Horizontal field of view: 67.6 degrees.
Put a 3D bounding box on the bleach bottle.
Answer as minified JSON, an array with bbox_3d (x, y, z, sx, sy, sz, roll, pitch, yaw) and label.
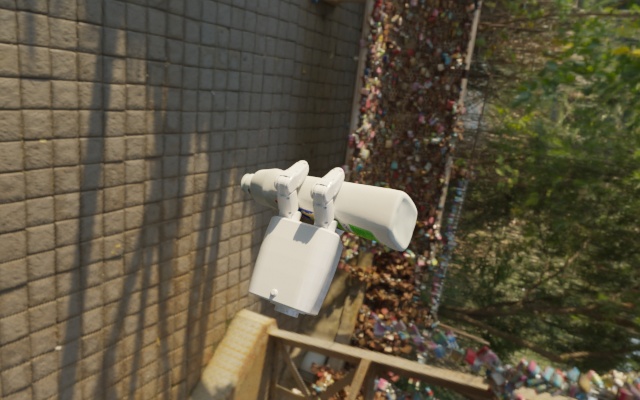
[{"bbox_3d":[0.000,0.002,0.668,0.251,0.068,0.103,13,-14,28],"label":"bleach bottle"}]
